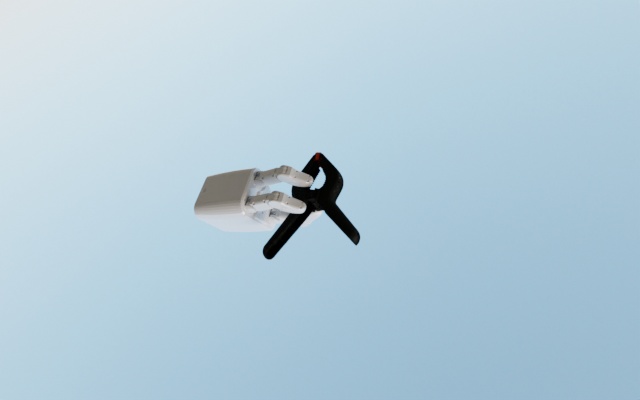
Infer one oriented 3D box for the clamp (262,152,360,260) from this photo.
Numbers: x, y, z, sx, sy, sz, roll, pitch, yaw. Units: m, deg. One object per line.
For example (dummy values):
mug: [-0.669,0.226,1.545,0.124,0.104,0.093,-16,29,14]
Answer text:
clamp: [0.000,0.003,0.791,0.164,0.209,0.036,-5,-39,26]
